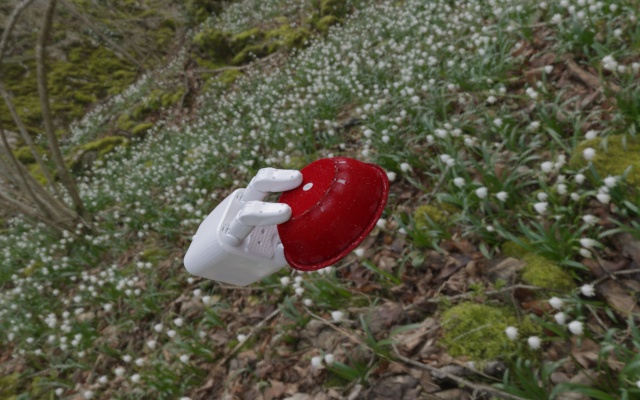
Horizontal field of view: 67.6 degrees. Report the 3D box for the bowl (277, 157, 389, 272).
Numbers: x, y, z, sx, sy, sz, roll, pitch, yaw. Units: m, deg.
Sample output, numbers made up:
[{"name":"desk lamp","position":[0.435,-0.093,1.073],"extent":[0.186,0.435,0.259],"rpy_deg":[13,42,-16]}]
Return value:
[{"name":"bowl","position":[0.001,0.001,0.565],"extent":[0.055,0.162,0.162],"rpy_deg":[44,-26,-29]}]
